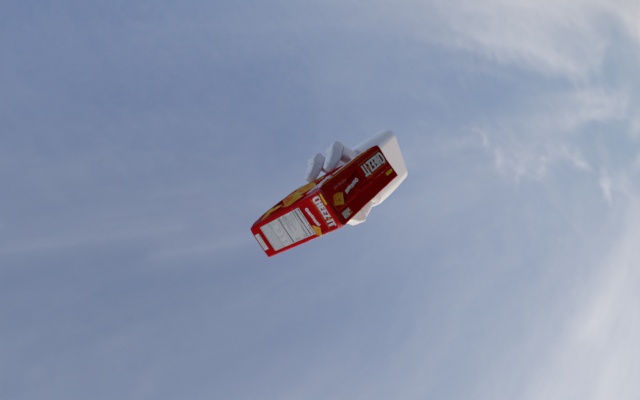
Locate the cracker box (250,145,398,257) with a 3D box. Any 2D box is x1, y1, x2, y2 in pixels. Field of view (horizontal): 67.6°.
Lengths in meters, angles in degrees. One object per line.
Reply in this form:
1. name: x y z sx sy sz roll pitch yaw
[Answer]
1. cracker box: 0.000 0.003 0.803 0.214 0.072 0.164 -28 9 49
